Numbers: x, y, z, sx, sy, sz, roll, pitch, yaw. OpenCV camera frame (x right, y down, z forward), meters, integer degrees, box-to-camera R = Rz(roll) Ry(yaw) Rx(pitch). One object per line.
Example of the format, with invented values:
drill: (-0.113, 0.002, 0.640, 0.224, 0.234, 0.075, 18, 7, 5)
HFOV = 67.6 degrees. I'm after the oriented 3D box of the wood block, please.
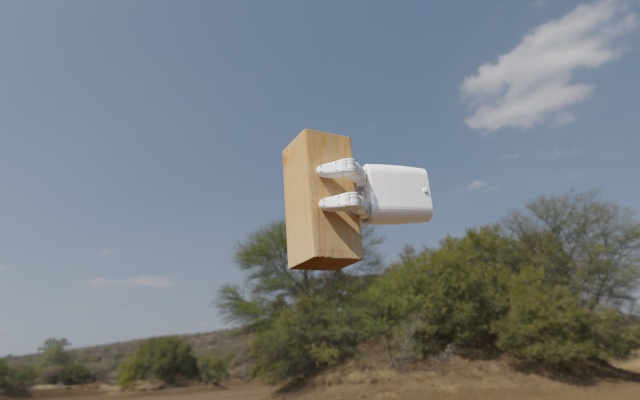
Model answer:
wood block: (0.000, 0.003, 0.770, 0.090, 0.206, 0.091, 6, -22, -27)
